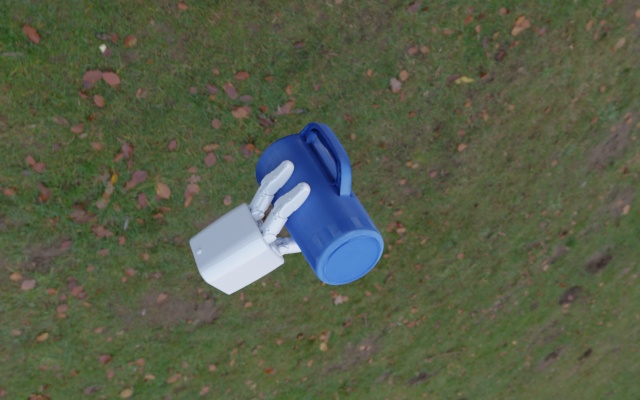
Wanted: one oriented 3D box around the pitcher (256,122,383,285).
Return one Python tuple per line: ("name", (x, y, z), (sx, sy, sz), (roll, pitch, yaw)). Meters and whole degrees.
("pitcher", (0.000, 0.003, 0.744), (0.145, 0.242, 0.149), (-31, -43, -3))
